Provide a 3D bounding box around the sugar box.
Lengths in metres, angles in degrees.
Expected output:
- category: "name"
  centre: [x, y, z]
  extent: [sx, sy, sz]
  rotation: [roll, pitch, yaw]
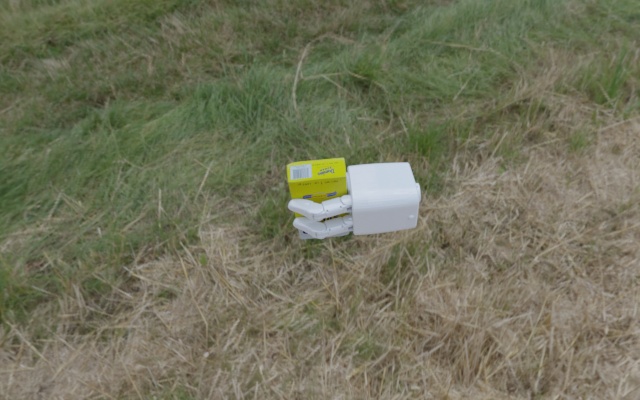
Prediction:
- category: "sugar box"
  centre: [0.000, 0.003, 0.811]
  extent: [0.093, 0.048, 0.176]
  rotation: [-5, -38, 3]
